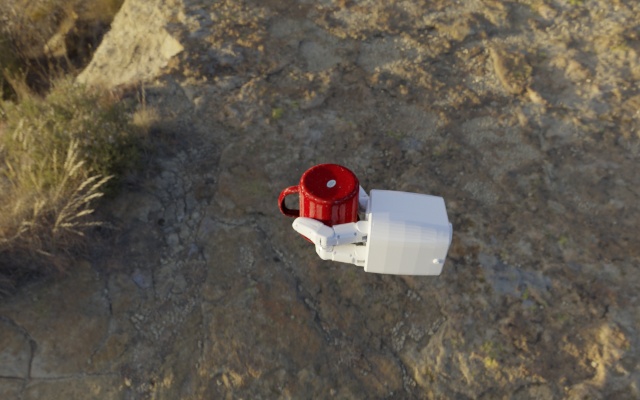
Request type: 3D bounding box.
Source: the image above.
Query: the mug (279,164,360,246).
[{"bbox_3d":[-0.001,0.002,0.668,0.117,0.093,0.082,4,-44,3],"label":"mug"}]
